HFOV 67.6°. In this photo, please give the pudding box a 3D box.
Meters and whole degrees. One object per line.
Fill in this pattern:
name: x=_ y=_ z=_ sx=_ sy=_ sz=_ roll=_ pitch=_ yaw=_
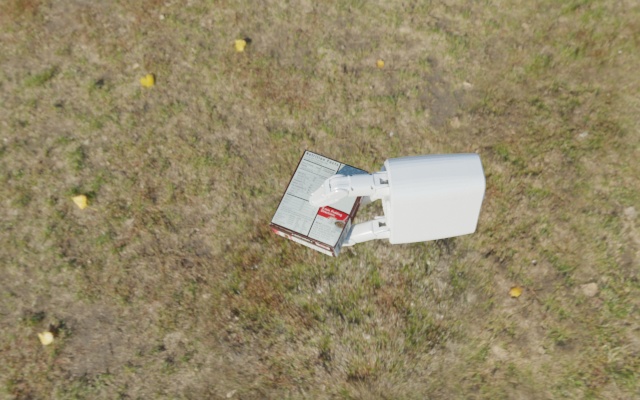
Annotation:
pudding box: x=0.000 y=0.002 z=0.597 sx=0.090 sy=0.113 sz=0.039 roll=21 pitch=-20 yaw=13
